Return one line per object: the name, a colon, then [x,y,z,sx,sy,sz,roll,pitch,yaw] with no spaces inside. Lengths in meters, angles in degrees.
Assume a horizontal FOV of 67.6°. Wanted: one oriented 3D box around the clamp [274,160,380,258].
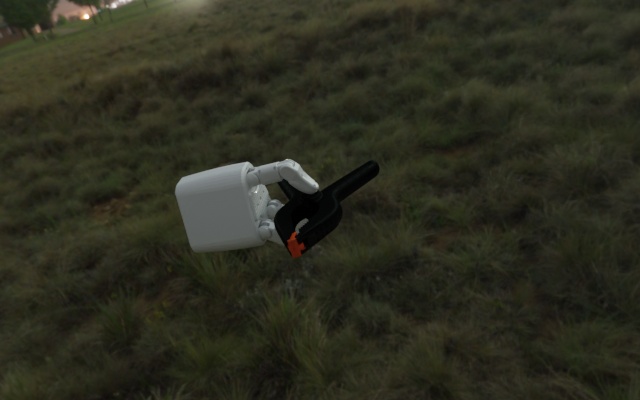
clamp: [0.000,0.002,0.666,0.164,0.036,0.209,-10,29,13]
